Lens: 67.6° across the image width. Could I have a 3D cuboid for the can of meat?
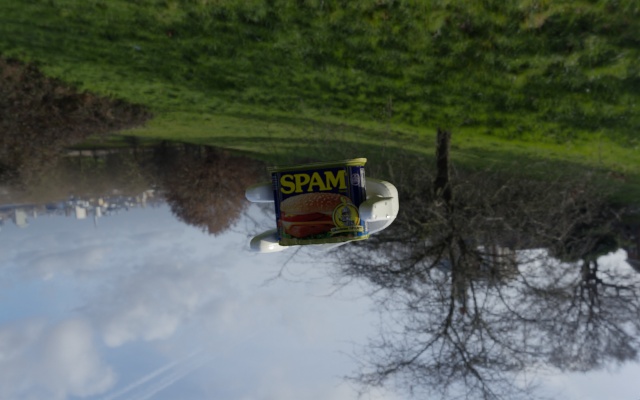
[{"bbox_3d":[0.000,0.002,0.505,0.102,0.084,0.057,-4,3,11],"label":"can of meat"}]
